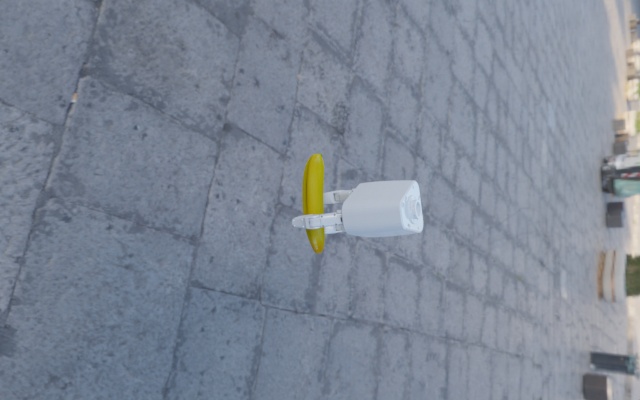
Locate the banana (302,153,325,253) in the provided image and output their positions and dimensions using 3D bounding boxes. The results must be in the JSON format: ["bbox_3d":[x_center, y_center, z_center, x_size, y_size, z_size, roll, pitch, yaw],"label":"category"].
[{"bbox_3d":[-0.008,-0.005,0.872,0.037,0.197,0.070,-6,-18,25],"label":"banana"}]
